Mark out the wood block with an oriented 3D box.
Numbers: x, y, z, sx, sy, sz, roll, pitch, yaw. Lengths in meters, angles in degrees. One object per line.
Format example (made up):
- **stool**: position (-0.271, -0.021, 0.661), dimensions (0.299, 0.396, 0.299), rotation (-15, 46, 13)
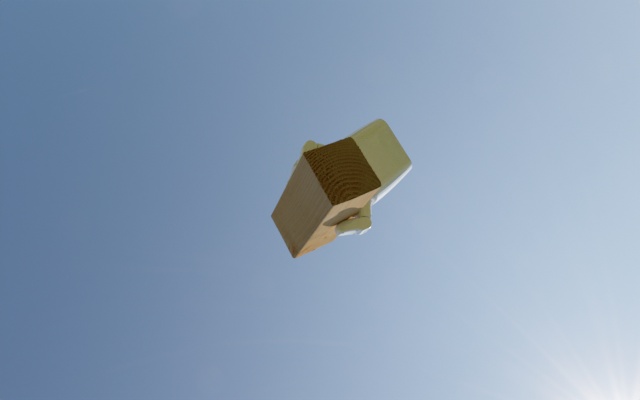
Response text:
- **wood block**: position (0.001, 0.003, 0.751), dimensions (0.090, 0.090, 0.206), rotation (-22, -18, -28)
